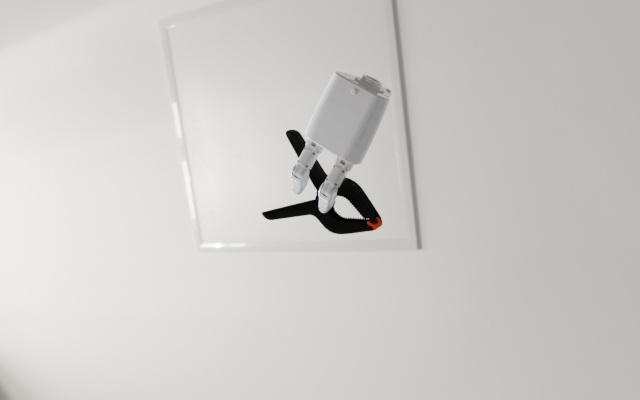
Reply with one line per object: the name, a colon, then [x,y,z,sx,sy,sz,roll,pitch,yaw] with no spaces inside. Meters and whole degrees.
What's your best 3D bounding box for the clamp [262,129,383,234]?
clamp: [0.001,0.002,0.782,0.210,0.165,0.036,33,25,17]
